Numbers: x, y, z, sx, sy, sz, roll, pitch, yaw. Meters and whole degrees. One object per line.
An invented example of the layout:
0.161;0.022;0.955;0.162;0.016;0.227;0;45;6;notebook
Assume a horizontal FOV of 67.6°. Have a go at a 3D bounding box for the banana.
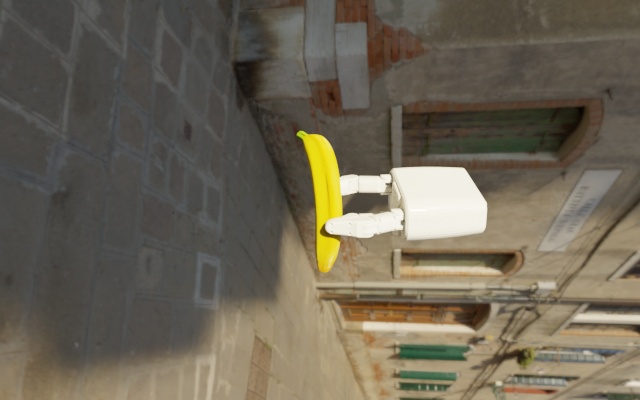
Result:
0.005;-0.004;0.630;0.037;0.198;0.069;-6;-6;-16;banana
